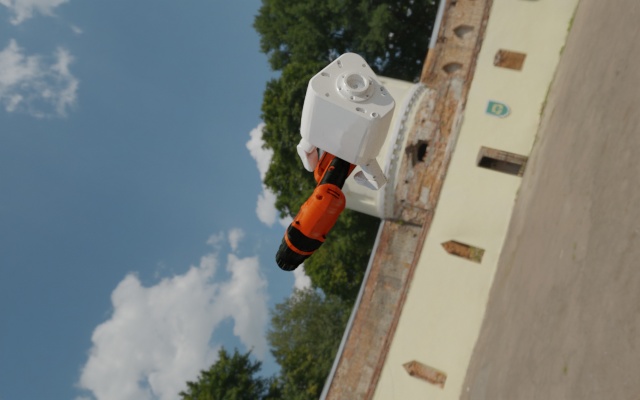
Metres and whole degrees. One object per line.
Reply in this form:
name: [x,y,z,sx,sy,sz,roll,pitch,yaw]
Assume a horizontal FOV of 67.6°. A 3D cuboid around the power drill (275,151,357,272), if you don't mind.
power drill: [0.000,0.002,0.722,0.057,0.187,0.184,29,-45,-8]
